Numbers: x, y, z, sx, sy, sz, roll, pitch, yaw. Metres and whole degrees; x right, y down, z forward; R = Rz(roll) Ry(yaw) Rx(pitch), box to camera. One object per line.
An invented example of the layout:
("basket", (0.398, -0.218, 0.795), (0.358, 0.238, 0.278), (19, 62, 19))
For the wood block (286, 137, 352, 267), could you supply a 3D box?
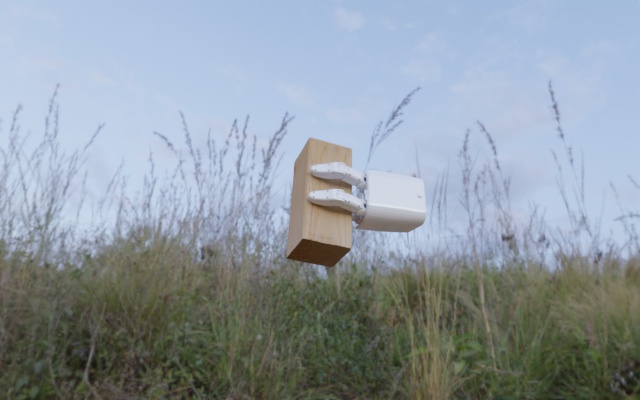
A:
("wood block", (0.000, 0.003, 0.861), (0.090, 0.206, 0.091), (13, -33, -16))
